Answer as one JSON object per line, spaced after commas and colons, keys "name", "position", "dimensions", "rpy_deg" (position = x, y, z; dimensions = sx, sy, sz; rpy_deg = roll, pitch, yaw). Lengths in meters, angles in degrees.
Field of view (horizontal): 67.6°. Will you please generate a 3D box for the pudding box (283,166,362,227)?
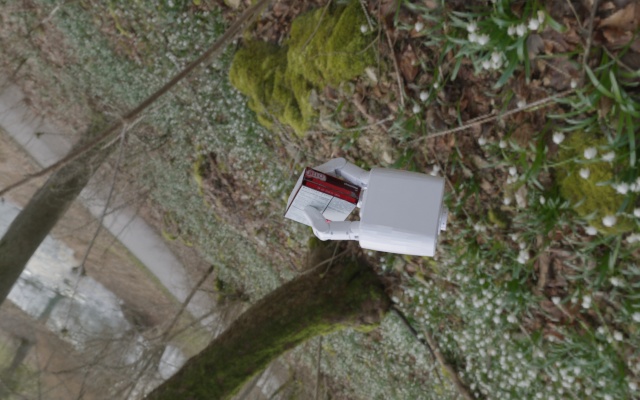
{"name": "pudding box", "position": [0.000, 0.003, 0.733], "dimensions": [0.090, 0.039, 0.113], "rpy_deg": [21, -34, -9]}
